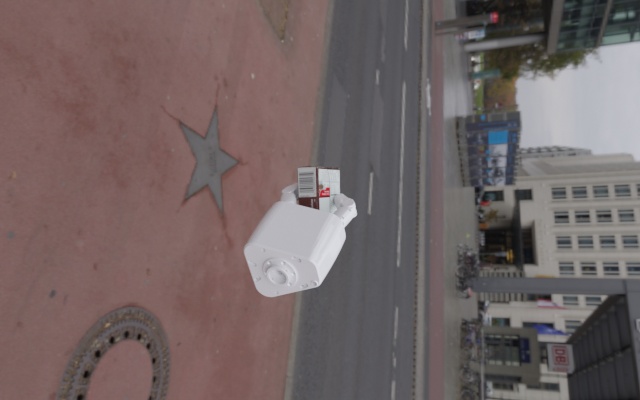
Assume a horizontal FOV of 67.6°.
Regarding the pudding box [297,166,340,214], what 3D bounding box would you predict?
[{"bbox_3d":[0.000,0.003,0.763,0.039,0.113,0.090,0,2,24],"label":"pudding box"}]
